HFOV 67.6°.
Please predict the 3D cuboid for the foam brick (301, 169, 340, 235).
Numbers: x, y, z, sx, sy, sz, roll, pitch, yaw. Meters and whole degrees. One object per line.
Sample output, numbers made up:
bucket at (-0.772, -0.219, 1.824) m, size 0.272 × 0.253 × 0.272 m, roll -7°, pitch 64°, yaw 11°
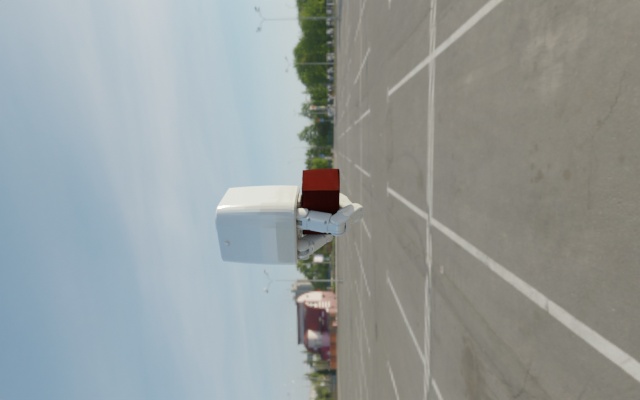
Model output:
foam brick at (0.000, 0.002, 0.656) m, size 0.051 × 0.078 × 0.053 m, roll 1°, pitch 36°, yaw 0°
